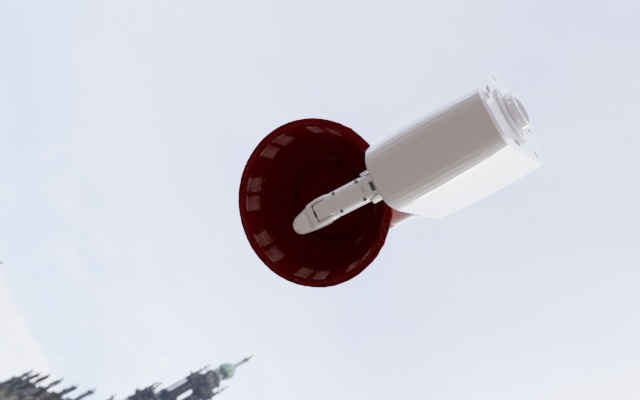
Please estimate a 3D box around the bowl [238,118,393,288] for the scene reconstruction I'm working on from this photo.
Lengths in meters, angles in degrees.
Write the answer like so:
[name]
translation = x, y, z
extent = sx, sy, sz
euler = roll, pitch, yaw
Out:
[bowl]
translation = -0.001, 0.002, 0.476
extent = 0.162, 0.162, 0.055
euler = 0, 4, 24
